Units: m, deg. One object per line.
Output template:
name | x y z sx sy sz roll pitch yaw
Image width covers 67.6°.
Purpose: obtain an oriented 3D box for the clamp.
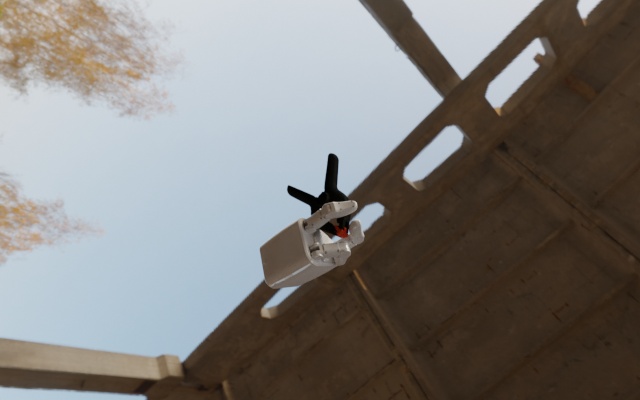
clamp | 0.001 0.003 0.891 0.120 0.171 0.039 -33 -38 24
